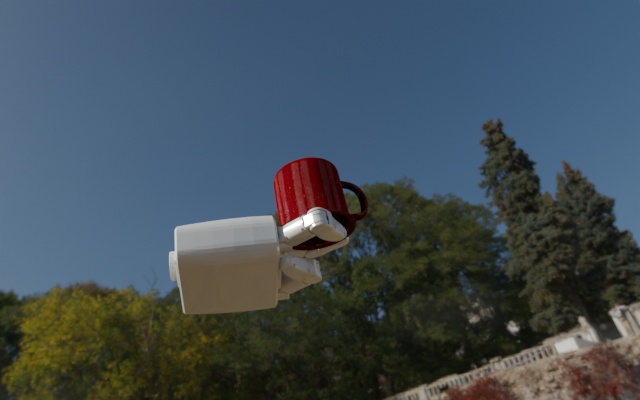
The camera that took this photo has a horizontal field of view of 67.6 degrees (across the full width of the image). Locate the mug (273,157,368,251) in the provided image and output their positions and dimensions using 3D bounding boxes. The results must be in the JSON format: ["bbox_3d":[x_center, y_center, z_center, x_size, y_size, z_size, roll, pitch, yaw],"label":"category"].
[{"bbox_3d":[0.001,0.002,0.574,0.117,0.081,0.093,-5,-32,-13],"label":"mug"}]
